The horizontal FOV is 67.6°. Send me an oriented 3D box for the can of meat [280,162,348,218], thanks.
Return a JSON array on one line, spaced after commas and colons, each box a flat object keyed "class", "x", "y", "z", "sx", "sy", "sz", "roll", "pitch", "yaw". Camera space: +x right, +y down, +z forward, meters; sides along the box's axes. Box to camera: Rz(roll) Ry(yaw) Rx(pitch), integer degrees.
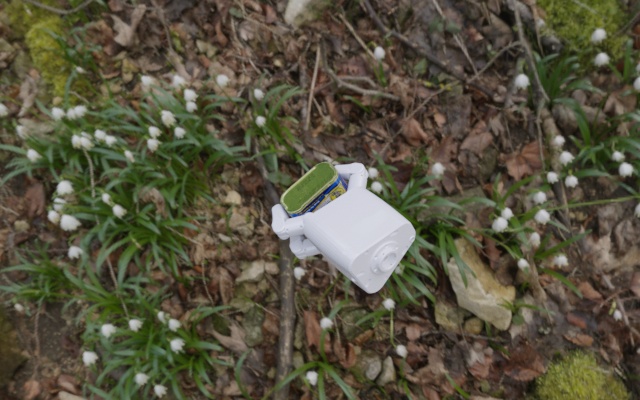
[{"class": "can of meat", "x": 0.000, "y": 0.002, "z": 0.728, "sx": 0.057, "sy": 0.102, "sz": 0.084, "roll": 45, "pitch": -5, "yaw": 45}]
